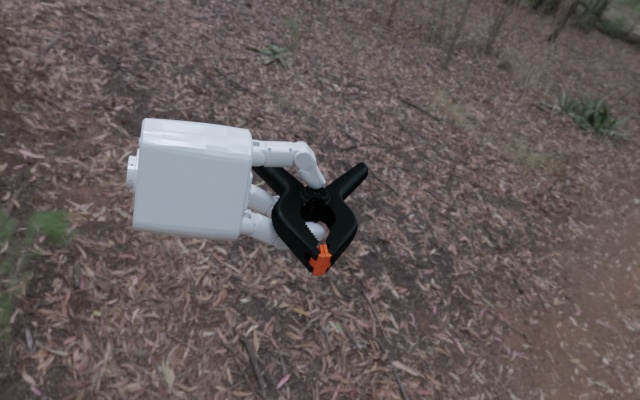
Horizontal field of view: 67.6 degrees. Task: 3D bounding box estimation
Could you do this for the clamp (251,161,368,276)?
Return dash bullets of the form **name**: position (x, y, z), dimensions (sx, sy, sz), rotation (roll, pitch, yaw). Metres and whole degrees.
- **clamp**: position (0.000, 0.001, 0.546), dimensions (0.164, 0.036, 0.209), rotation (3, 36, -18)
